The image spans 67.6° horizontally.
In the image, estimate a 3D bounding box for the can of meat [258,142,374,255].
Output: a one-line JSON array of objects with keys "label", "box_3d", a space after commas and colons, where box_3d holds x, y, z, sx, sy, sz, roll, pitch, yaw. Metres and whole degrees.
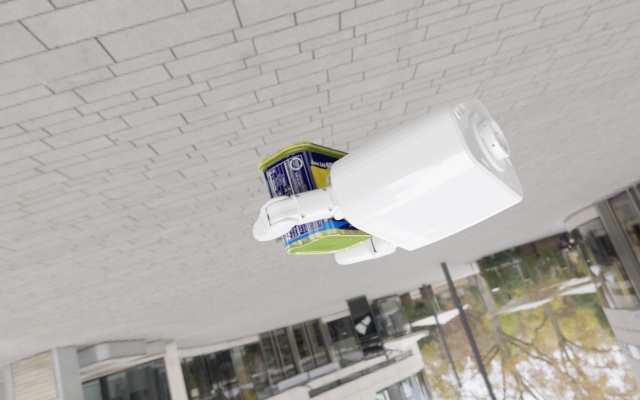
[{"label": "can of meat", "box_3d": [0.000, 0.002, 0.434, 0.057, 0.084, 0.102, -27, -18, 30]}]
